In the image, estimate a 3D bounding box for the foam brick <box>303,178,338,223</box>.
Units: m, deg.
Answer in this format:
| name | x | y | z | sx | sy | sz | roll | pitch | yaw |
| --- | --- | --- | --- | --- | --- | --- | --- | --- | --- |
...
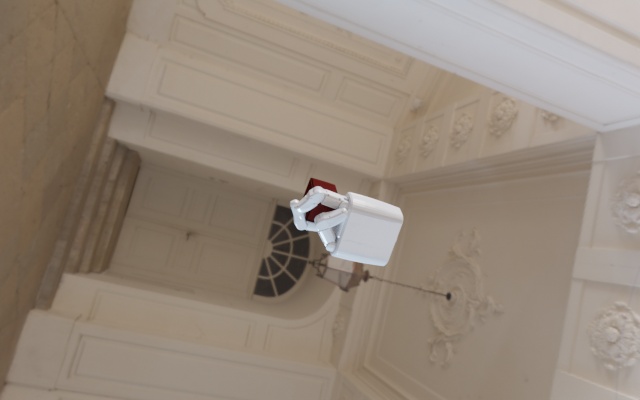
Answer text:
| name | x | y | z | sx | sy | sz | roll | pitch | yaw |
| --- | --- | --- | --- | --- | --- | --- | --- | --- | --- |
| foam brick | 0.000 | 0.003 | 0.892 | 0.051 | 0.053 | 0.078 | 14 | 29 | -15 |
